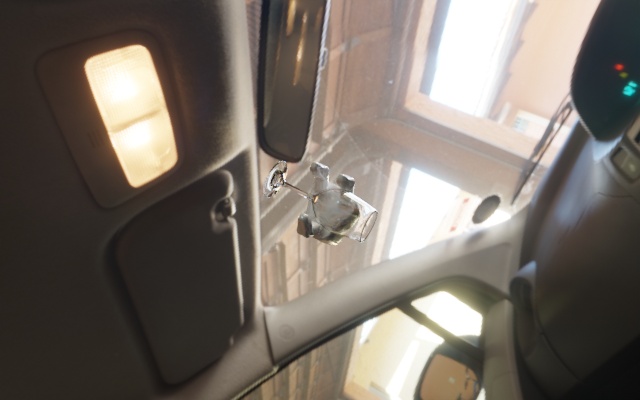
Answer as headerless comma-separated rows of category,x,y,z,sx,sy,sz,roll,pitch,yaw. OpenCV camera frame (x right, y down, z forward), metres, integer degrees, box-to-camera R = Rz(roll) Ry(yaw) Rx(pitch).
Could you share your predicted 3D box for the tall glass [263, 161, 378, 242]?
tall glass,-0.001,0.003,0.856,0.201,0.079,0.079,27,9,19
